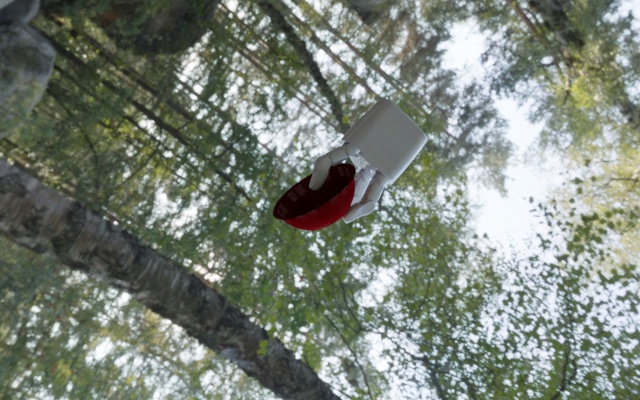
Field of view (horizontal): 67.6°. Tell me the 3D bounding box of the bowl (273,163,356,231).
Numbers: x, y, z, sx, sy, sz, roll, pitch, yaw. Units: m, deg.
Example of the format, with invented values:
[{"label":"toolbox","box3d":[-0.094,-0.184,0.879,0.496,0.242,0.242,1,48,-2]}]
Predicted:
[{"label":"bowl","box3d":[-0.001,0.004,0.823,0.162,0.055,0.162,-26,22,11]}]
